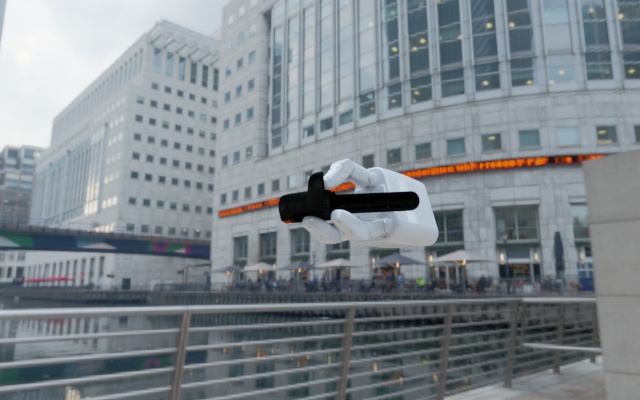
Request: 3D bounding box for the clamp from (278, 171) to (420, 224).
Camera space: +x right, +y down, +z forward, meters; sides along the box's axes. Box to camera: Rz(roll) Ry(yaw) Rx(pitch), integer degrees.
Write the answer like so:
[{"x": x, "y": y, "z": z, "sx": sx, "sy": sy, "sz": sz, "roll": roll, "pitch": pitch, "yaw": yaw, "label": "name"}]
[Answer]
[{"x": 0.000, "y": 0.001, "z": 0.634, "sx": 0.164, "sy": 0.036, "sz": 0.210, "roll": 14, "pitch": -17, "yaw": -41, "label": "clamp"}]
